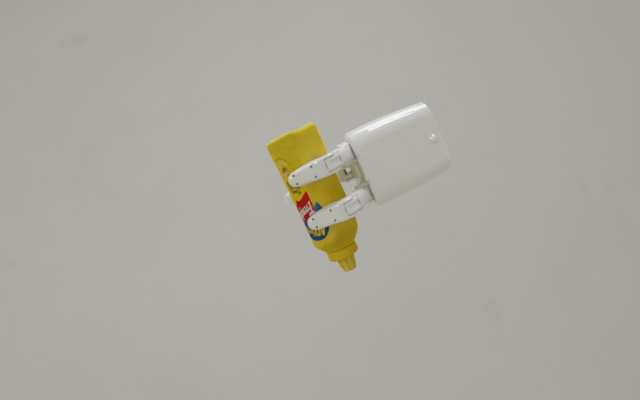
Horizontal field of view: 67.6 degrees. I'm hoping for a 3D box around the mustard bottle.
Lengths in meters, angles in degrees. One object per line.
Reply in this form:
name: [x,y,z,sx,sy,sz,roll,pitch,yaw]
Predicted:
mustard bottle: [0.000,0.002,0.607,0.058,0.191,0.096,-28,8,-25]
